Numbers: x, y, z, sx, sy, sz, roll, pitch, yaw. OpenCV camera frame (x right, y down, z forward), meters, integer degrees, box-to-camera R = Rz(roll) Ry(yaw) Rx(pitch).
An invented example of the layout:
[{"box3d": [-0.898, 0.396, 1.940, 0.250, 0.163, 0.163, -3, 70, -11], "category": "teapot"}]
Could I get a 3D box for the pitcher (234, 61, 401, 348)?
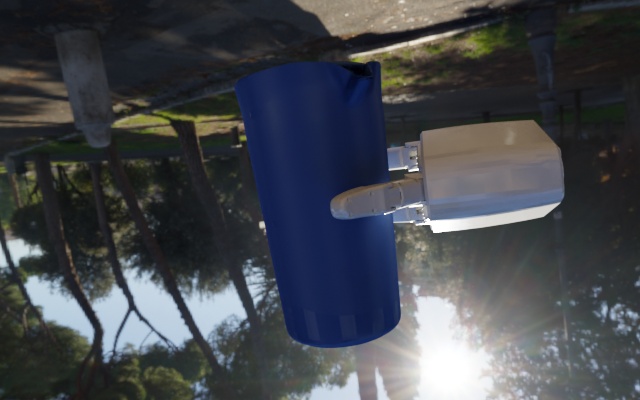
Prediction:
[{"box3d": [0.000, 0.001, 0.448, 0.145, 0.243, 0.149, -7, 3, 12], "category": "pitcher"}]
